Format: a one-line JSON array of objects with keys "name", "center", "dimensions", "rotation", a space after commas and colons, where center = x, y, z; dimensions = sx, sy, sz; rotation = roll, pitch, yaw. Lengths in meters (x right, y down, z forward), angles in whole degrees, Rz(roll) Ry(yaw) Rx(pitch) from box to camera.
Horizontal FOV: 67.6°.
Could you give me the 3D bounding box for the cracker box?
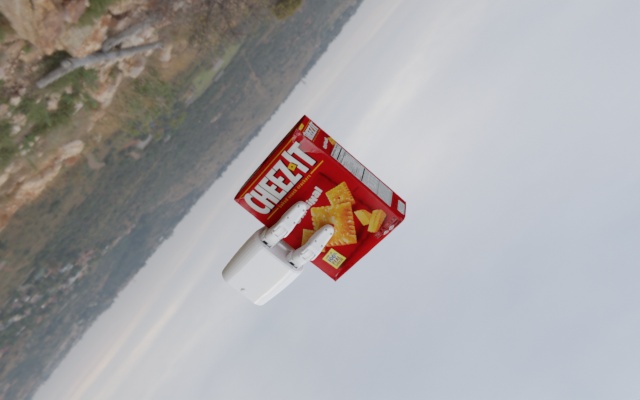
[{"name": "cracker box", "center": [0.000, 0.002, 0.742], "dimensions": [0.214, 0.164, 0.072], "rotation": [40, 27, -11]}]
